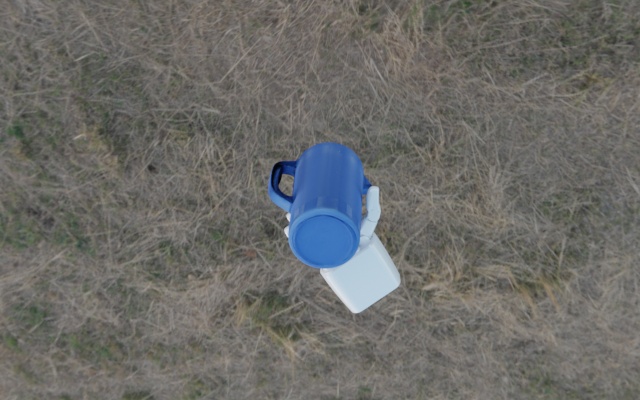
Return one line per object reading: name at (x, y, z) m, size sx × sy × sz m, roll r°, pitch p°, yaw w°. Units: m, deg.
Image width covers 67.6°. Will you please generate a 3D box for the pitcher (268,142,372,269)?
pitcher at (0.000, 0.003, 0.807) m, size 0.149 × 0.145 × 0.242 m, roll -25°, pitch 23°, yaw 15°
